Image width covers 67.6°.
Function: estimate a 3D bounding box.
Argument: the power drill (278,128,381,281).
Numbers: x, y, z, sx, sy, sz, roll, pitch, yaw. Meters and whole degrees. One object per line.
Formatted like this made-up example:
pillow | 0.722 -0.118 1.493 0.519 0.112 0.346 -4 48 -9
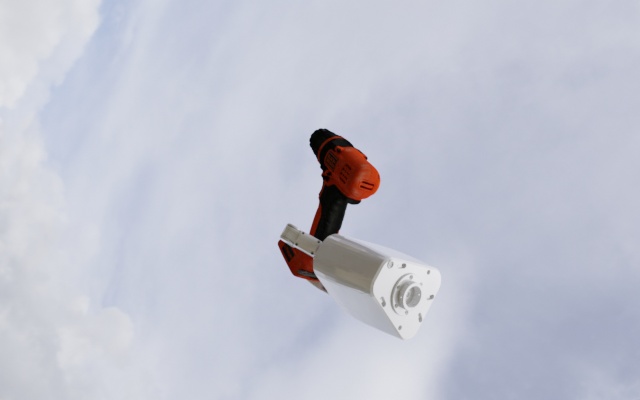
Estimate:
power drill | 0.000 0.003 0.667 0.057 0.188 0.184 13 20 -24
